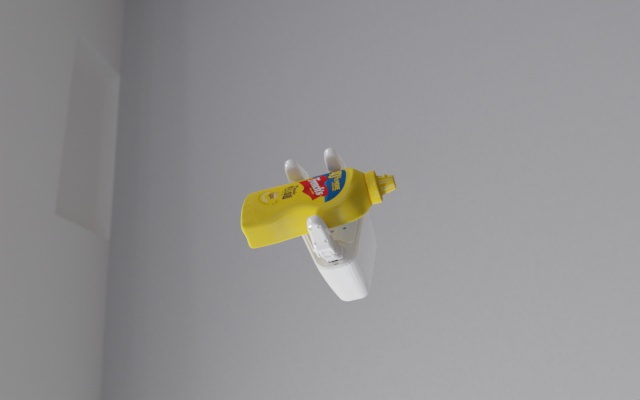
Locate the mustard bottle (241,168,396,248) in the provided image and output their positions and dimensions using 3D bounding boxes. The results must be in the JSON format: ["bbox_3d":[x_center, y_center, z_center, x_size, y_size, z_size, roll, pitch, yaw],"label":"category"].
[{"bbox_3d":[0.000,0.002,0.600,0.191,0.058,0.096,-15,25,10],"label":"mustard bottle"}]
